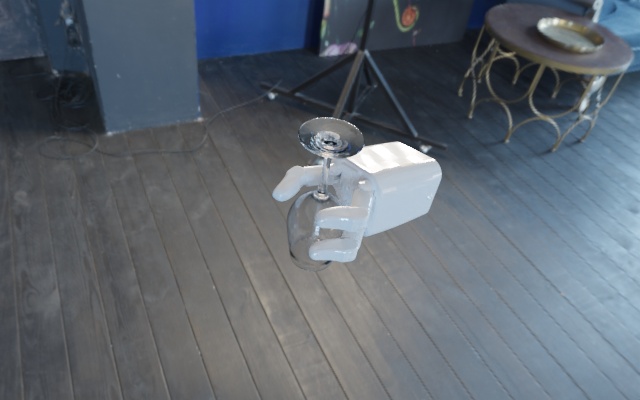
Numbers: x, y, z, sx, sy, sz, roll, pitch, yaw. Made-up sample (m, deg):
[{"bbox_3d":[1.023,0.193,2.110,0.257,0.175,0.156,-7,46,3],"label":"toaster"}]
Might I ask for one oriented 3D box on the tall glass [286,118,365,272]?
[{"bbox_3d":[0.000,0.001,0.591,0.079,0.201,0.079,6,43,-5],"label":"tall glass"}]
